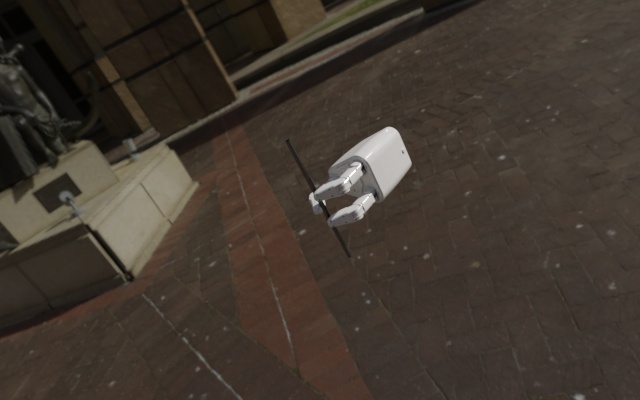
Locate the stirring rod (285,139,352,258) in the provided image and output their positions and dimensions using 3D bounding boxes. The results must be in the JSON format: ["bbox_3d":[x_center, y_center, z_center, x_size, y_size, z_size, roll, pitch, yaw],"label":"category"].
[{"bbox_3d":[0.000,0.003,0.798,0.011,0.240,0.011,-23,25,11],"label":"stirring rod"}]
